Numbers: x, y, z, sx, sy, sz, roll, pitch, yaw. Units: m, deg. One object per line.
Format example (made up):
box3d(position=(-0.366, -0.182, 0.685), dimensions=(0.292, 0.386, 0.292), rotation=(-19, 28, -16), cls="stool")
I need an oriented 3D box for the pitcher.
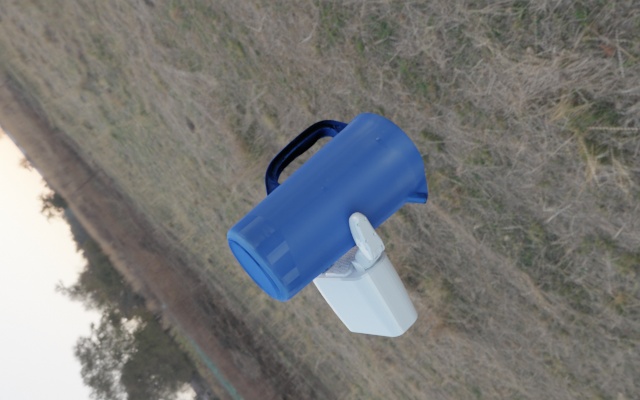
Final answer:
box3d(position=(0.000, 0.002, 0.601), dimensions=(0.242, 0.145, 0.149), rotation=(-40, 21, -21), cls="pitcher")
